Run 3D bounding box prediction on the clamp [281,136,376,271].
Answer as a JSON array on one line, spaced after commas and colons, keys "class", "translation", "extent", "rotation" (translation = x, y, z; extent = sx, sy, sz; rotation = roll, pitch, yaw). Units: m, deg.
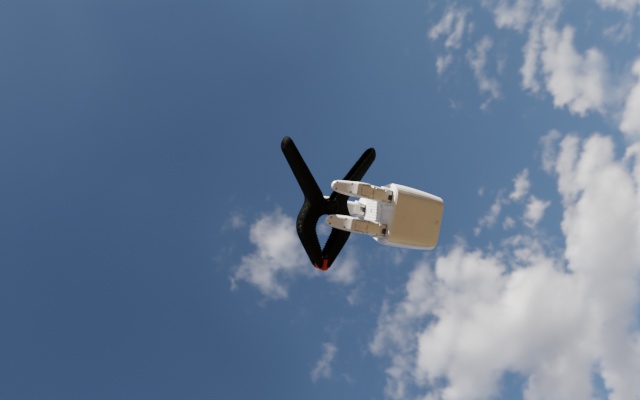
[{"class": "clamp", "translation": [0.000, 0.003, 0.752], "extent": [0.164, 0.210, 0.036], "rotation": [12, -2, -25]}]
